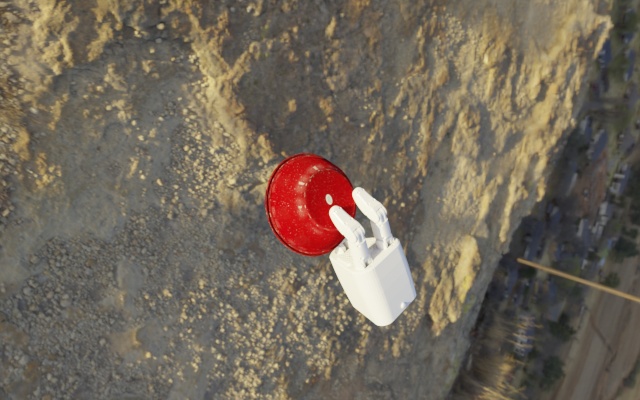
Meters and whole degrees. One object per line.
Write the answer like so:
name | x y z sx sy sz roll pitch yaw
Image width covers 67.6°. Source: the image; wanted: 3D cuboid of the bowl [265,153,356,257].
bowl | 0.000 0.001 0.719 0.162 0.162 0.055 0 -8 -34
